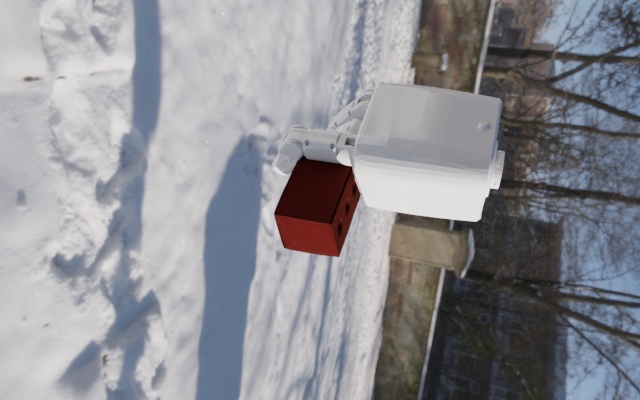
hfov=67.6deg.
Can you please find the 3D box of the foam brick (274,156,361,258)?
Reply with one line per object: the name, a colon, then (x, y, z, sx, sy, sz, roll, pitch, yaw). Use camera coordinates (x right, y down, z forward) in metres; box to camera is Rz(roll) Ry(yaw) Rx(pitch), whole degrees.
foam brick: (0.000, 0.002, 0.415, 0.051, 0.078, 0.053, 10, -35, 17)
